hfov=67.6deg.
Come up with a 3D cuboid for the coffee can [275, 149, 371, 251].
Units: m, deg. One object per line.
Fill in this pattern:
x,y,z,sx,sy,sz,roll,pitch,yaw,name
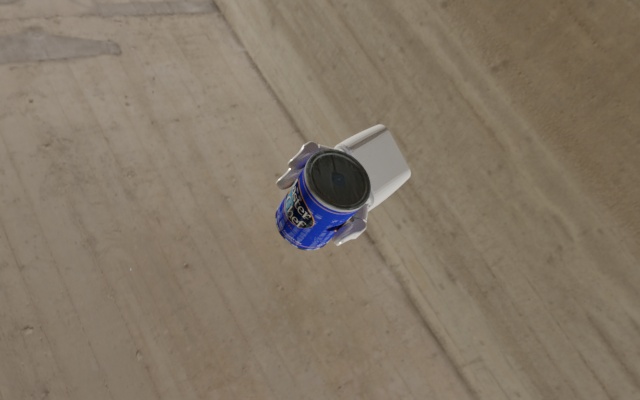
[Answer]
0.000,0.002,0.732,0.103,0.102,0.140,0,-29,-26,coffee can
